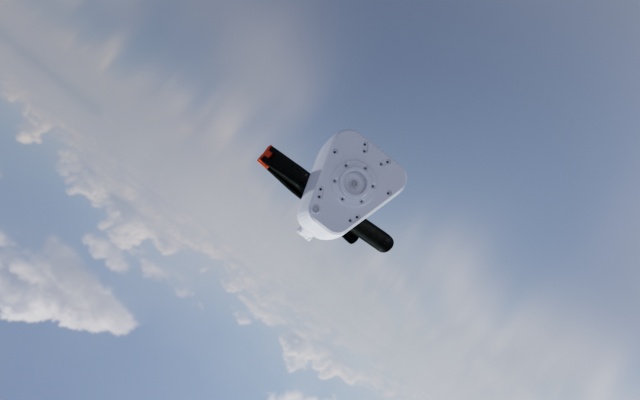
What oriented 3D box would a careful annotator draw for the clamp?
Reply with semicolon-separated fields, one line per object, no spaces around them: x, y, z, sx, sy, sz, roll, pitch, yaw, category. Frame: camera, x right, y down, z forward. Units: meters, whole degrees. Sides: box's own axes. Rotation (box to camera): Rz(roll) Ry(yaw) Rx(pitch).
-0.001;0.002;0.679;0.210;0.036;0.164;39;-9;-2;clamp
